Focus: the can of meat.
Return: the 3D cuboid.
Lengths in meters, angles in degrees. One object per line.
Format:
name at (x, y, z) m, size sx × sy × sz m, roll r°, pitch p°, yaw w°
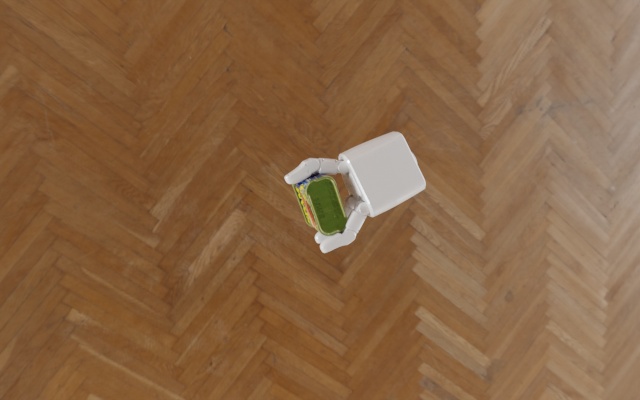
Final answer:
can of meat at (0.000, 0.003, 0.791) m, size 0.057 × 0.102 × 0.084 m, roll -22°, pitch 15°, yaw -11°
